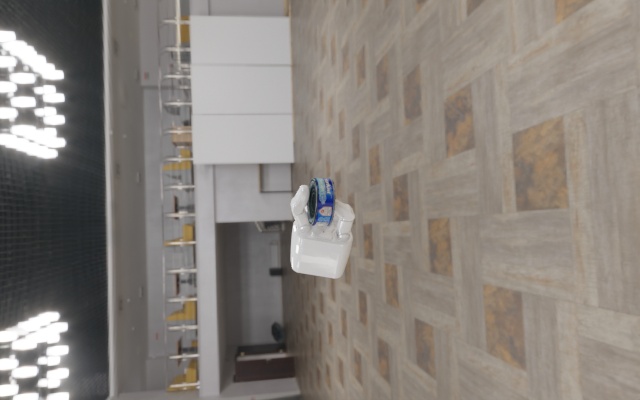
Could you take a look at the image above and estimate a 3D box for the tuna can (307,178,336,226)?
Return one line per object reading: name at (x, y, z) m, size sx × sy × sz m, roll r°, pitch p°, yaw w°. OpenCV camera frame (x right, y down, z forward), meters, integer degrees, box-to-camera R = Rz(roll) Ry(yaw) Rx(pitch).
tuna can at (0.000, 0.003, 0.845) m, size 0.034 × 0.086 × 0.086 m, roll 2°, pitch -1°, yaw -13°
